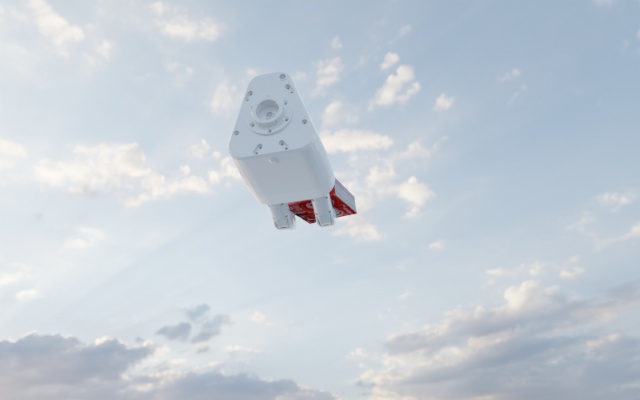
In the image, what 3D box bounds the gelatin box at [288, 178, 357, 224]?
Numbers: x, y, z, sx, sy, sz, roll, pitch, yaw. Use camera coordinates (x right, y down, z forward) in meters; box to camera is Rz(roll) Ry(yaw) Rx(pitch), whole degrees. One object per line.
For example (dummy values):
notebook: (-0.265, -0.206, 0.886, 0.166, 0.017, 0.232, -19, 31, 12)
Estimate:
gelatin box: (0.000, 0.002, 0.640, 0.073, 0.030, 0.089, -14, -22, 19)
